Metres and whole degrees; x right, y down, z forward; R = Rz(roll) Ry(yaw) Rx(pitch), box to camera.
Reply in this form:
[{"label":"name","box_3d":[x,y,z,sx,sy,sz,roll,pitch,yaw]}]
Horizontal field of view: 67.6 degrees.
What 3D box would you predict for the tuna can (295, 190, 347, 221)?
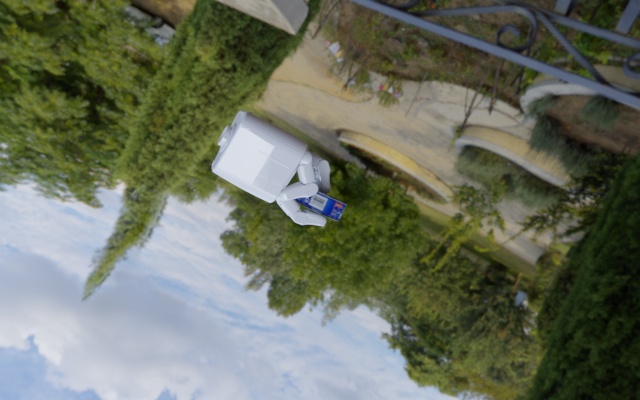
[{"label":"tuna can","box_3d":[0.000,0.003,0.812,0.086,0.034,0.086,25,2,-1]}]
